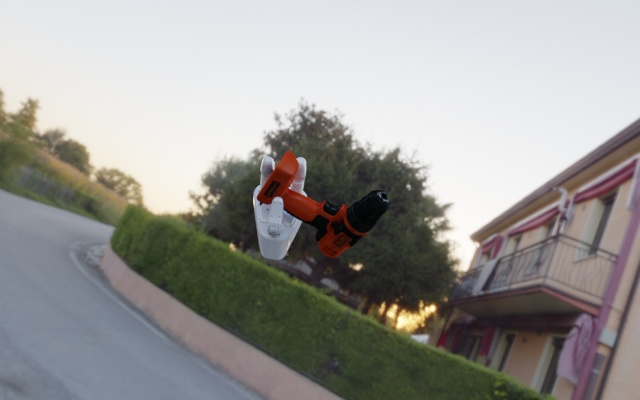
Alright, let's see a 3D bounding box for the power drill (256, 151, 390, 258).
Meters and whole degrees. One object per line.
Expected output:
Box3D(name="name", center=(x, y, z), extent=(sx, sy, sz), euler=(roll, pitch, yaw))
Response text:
Box3D(name="power drill", center=(0.000, 0.002, 0.790), extent=(0.187, 0.057, 0.184), euler=(36, -46, -6))
